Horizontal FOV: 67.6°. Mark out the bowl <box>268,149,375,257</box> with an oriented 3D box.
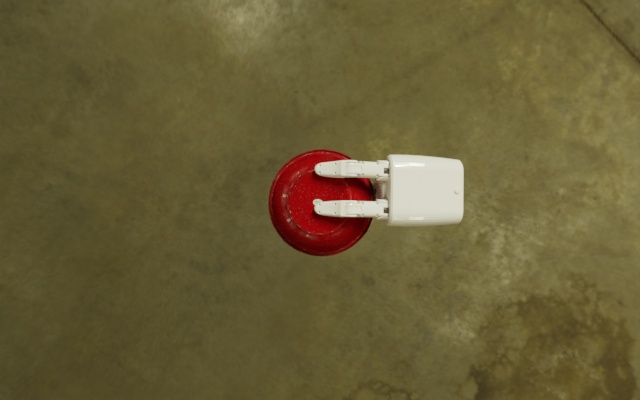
[{"bbox_3d":[-0.001,0.003,0.694,0.162,0.162,0.055,0,-2,3],"label":"bowl"}]
